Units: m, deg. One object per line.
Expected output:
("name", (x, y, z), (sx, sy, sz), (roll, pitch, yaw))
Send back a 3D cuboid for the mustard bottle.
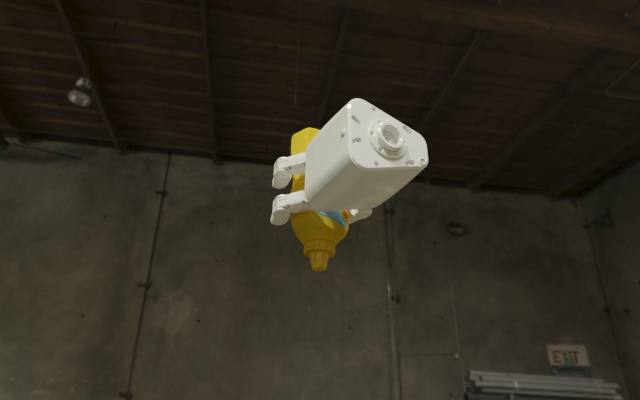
("mustard bottle", (0.000, 0.002, 0.651), (0.058, 0.191, 0.096), (-20, -33, 34))
